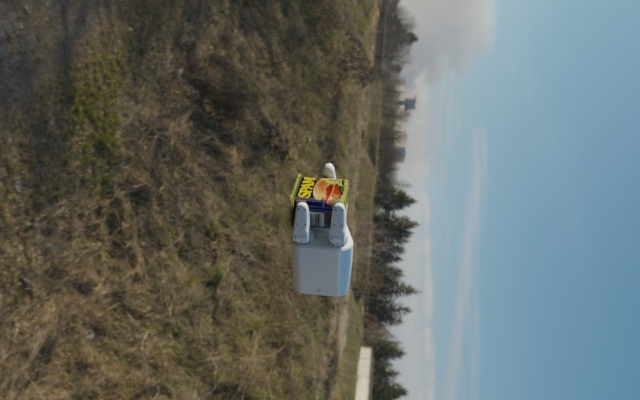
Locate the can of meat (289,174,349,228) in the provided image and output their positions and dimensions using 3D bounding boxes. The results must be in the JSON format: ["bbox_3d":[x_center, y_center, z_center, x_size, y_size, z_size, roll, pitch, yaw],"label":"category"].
[{"bbox_3d":[0.000,0.002,0.757,0.084,0.057,0.102,5,29,6],"label":"can of meat"}]
